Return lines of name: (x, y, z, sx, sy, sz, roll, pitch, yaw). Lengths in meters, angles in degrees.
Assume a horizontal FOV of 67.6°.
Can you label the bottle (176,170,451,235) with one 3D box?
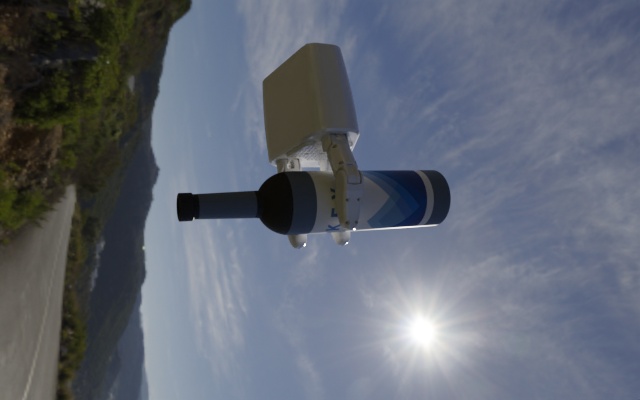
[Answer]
bottle: (0.000, 0.002, 0.510, 0.296, 0.069, 0.069, -2, 1, -24)
